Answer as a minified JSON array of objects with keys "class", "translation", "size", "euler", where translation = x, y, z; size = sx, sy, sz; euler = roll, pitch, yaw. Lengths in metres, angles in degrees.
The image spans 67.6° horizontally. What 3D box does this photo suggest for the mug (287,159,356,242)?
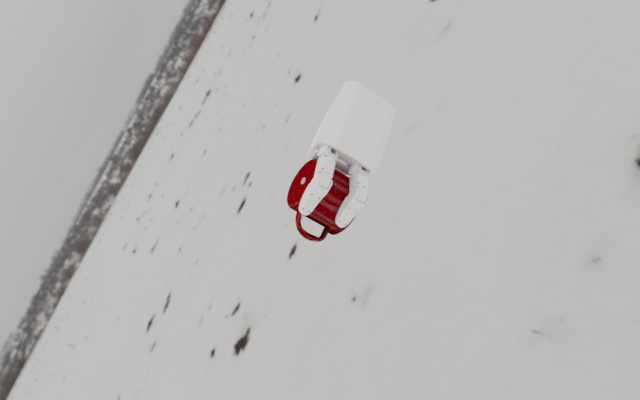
[{"class":"mug","translation":[-0.001,0.003,0.695],"size":[0.081,0.117,0.093],"euler":[29,-17,-23]}]
